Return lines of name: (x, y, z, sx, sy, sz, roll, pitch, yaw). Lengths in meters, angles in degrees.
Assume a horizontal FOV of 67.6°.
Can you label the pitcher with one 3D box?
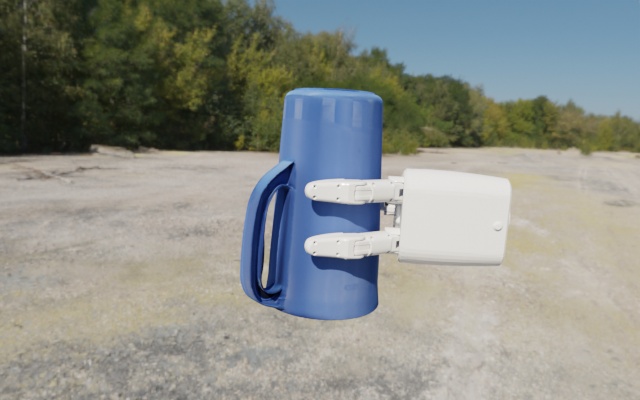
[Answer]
pitcher: (0.000, 0.002, 0.532, 0.145, 0.243, 0.149, 4, 9, 6)
